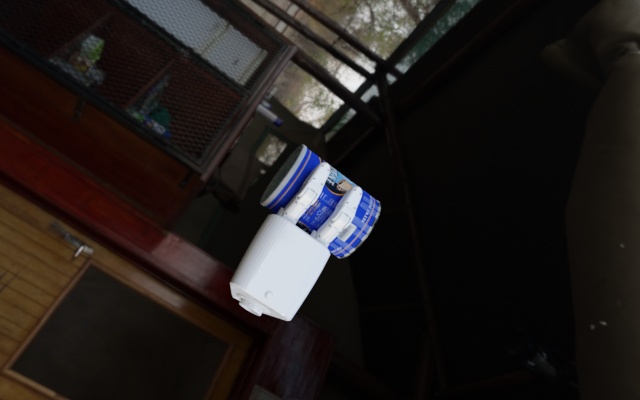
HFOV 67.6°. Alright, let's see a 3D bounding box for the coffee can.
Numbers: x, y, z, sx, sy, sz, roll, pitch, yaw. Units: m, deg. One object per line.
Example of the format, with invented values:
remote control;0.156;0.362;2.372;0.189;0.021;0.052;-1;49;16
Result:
coffee can;0.000;0.002;0.684;0.140;0.103;0.103;36;-9;-13
